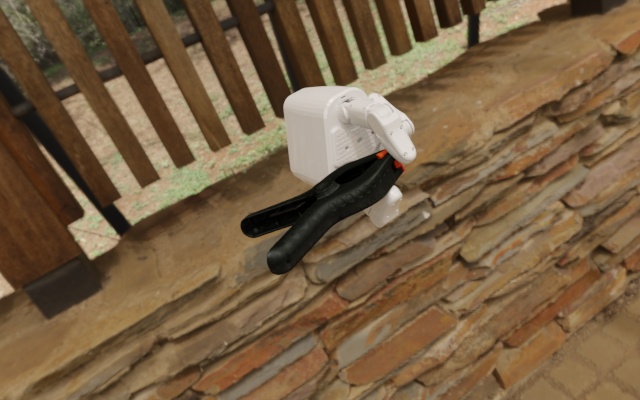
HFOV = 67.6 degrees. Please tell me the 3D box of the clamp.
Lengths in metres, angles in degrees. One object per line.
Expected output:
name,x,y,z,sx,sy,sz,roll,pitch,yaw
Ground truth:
clamp,0.000,0.001,0.460,0.171,0.039,0.120,-33,29,-20
